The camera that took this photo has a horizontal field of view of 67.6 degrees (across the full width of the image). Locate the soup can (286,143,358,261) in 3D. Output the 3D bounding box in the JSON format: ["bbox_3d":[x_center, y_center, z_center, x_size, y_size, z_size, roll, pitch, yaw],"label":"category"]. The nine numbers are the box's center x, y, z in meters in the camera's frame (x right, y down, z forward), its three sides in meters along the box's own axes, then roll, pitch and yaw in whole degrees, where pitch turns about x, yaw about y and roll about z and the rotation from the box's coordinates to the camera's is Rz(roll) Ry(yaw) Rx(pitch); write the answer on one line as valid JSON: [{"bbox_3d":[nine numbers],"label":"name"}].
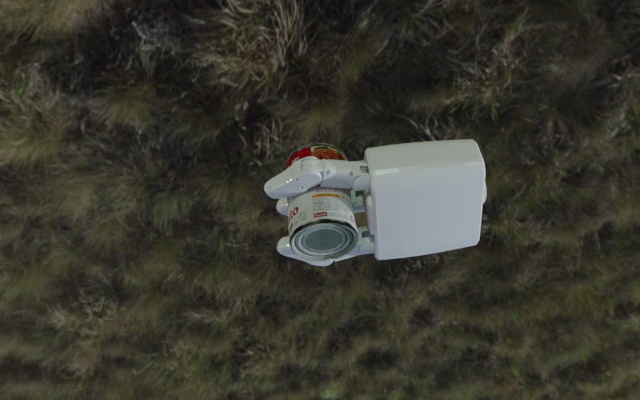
[{"bbox_3d":[0.000,0.002,0.482,0.068,0.102,0.069,-3,-39,-3],"label":"soup can"}]
